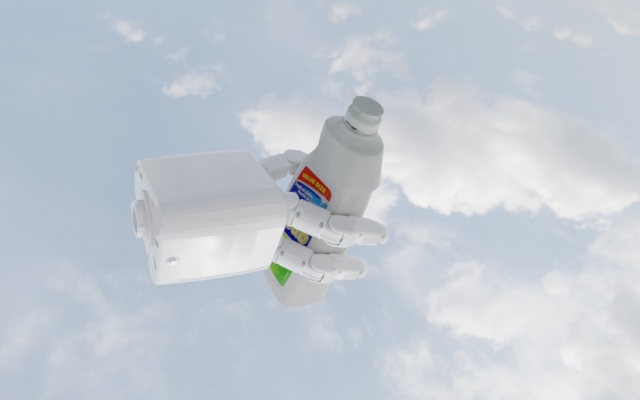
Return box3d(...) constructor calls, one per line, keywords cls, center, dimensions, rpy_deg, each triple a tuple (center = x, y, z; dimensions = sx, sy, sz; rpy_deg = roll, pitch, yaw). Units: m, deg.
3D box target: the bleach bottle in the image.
box3d(cls="bleach bottle", center=(0.000, 0.002, 0.483), dimensions=(0.068, 0.102, 0.251), rpy_deg=(-7, -40, -29))
